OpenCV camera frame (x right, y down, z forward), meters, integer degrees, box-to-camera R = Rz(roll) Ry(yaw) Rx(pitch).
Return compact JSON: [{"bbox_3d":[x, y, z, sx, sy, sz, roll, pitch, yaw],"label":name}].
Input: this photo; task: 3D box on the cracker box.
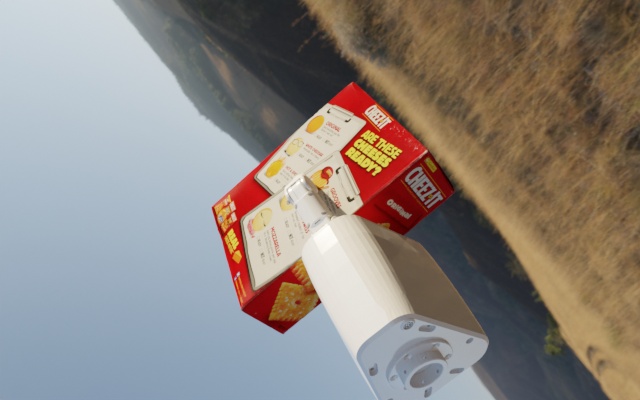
[{"bbox_3d":[0.000,0.002,0.483,0.072,0.214,0.164,44,9,-39],"label":"cracker box"}]
